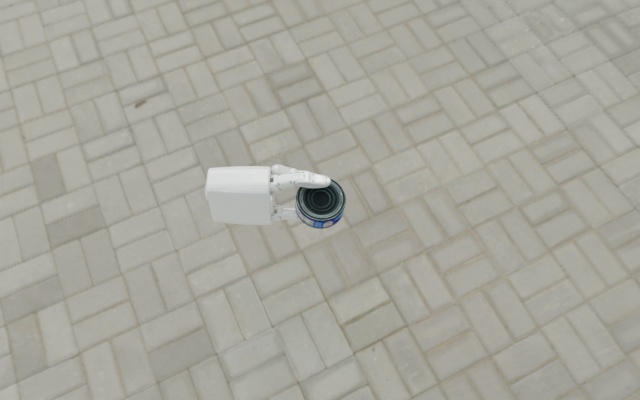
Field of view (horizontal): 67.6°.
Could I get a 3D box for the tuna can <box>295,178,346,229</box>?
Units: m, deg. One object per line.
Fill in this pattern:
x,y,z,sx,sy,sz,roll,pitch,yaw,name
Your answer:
0.000,0.002,0.812,0.086,0.086,0.034,0,-25,-5,tuna can
